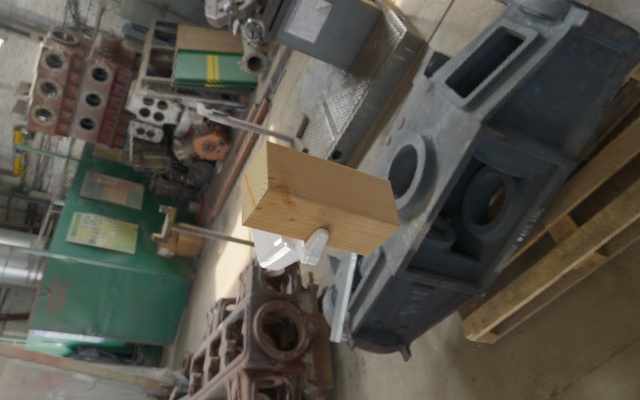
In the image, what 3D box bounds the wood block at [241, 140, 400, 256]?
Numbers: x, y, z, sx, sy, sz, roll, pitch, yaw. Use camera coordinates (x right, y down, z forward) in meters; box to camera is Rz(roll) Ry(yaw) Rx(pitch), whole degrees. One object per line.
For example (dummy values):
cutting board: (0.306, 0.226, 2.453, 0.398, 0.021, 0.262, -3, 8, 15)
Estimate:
wood block: (0.000, 0.003, 0.685, 0.206, 0.090, 0.090, 16, -43, -25)
